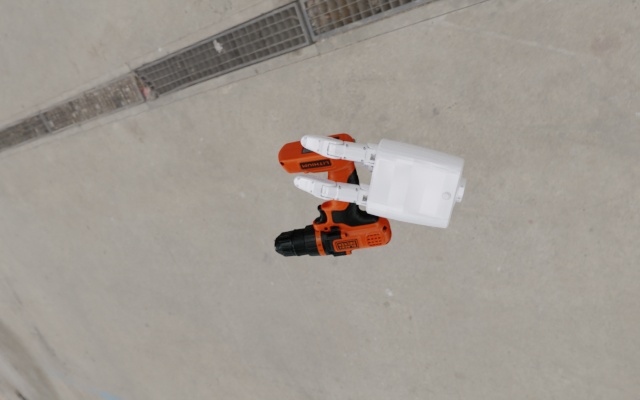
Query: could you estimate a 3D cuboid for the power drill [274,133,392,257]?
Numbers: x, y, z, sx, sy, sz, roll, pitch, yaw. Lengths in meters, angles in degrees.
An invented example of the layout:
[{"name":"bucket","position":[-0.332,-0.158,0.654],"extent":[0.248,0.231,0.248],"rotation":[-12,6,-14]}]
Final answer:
[{"name":"power drill","position":[0.000,0.002,0.698],"extent":[0.184,0.188,0.057],"rotation":[-10,34,11]}]
